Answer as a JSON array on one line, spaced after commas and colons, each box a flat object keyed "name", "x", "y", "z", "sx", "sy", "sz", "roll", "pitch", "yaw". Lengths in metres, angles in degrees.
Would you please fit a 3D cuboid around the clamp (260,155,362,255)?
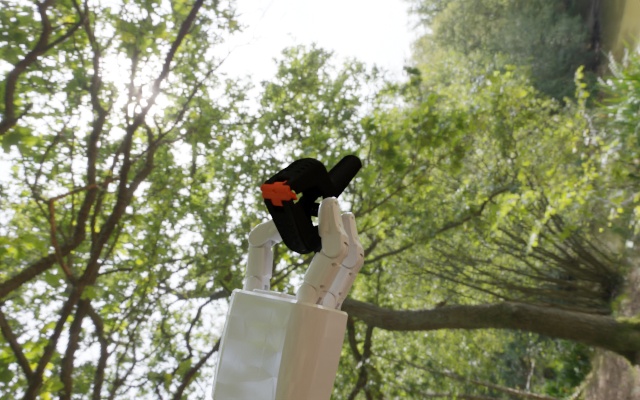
[{"name": "clamp", "x": -0.001, "y": 0.002, "z": 0.501, "sx": 0.036, "sy": 0.164, "sz": 0.210, "roll": 3, "pitch": -16, "yaw": 22}]
